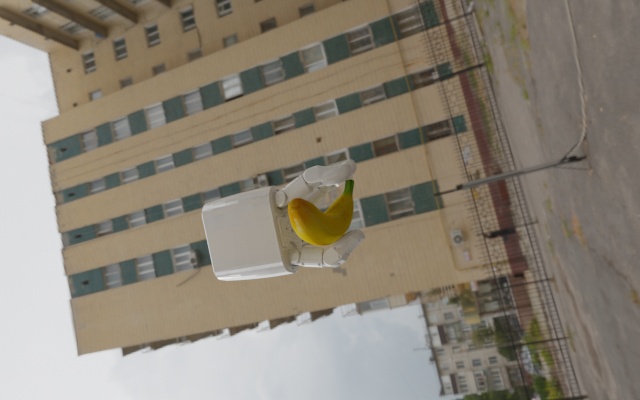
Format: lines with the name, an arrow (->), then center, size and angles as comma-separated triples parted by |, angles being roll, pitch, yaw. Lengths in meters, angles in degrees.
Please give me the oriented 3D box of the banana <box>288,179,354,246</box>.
banana -> 0.004, 0.020, 0.563 | 0.037, 0.069, 0.198 | -7, 6, 19
